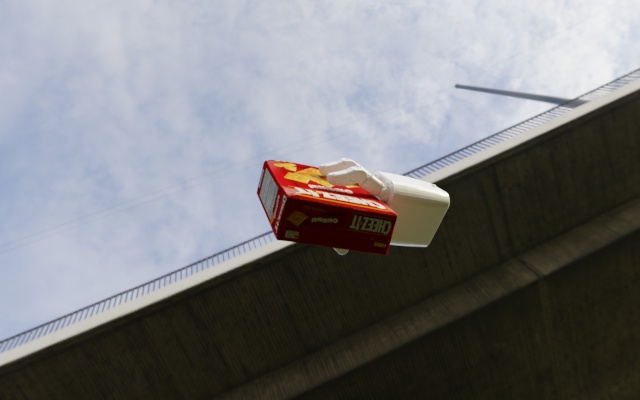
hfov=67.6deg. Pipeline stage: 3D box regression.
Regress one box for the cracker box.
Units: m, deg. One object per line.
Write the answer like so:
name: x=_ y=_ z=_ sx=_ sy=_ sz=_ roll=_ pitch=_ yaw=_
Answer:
cracker box: x=0.000 y=0.003 z=0.736 sx=0.164 sy=0.072 sz=0.213 roll=9 pitch=15 yaw=-18
